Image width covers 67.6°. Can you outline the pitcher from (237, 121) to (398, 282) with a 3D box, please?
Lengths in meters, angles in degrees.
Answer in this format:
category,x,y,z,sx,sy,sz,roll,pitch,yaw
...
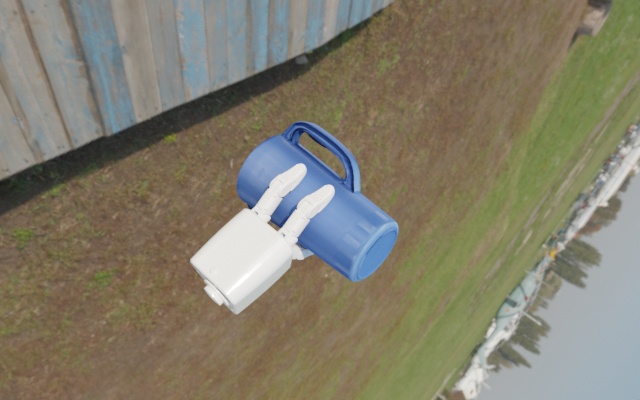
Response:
category,x,y,z,sx,sy,sz,roll,pitch,yaw
pitcher,0.000,0.003,0.730,0.242,0.145,0.149,37,-25,25
